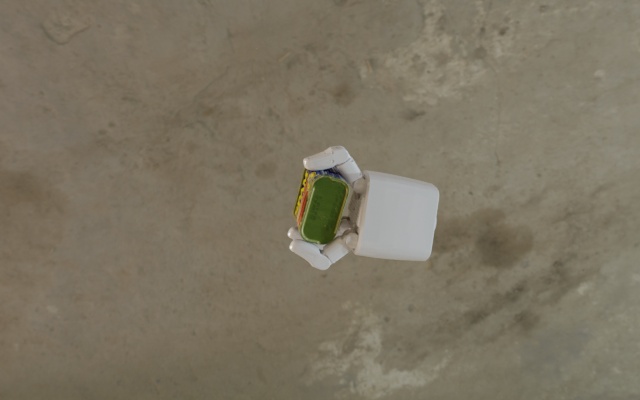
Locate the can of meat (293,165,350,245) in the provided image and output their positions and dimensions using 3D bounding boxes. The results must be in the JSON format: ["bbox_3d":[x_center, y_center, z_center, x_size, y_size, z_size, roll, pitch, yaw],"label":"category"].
[{"bbox_3d":[0.000,0.002,0.668,0.057,0.102,0.084,12,15,-12],"label":"can of meat"}]
